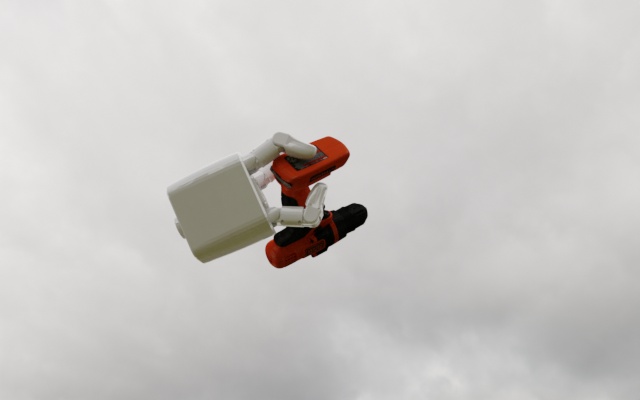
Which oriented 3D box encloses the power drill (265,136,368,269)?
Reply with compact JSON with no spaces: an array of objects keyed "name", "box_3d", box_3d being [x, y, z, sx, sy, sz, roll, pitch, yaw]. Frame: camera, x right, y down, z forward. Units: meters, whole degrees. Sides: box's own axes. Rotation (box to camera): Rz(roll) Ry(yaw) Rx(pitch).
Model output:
[{"name":"power drill","box_3d":[0.000,0.002,0.701,0.184,0.188,0.057,-27,48,-26]}]
